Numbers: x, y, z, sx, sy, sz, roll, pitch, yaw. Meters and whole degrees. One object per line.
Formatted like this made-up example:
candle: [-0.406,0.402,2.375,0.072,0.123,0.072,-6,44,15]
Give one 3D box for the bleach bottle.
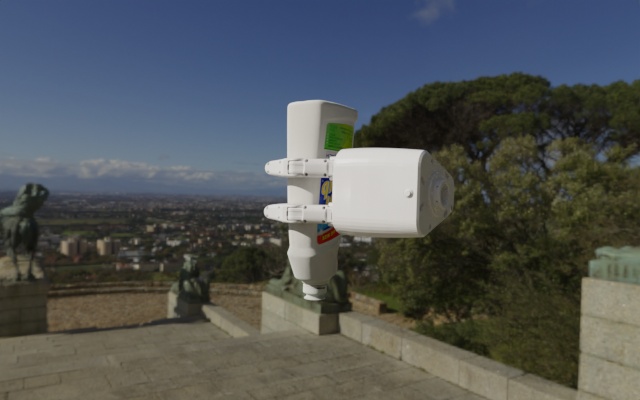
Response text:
bleach bottle: [0.000,0.002,0.627,0.068,0.251,0.102,2,2,35]
